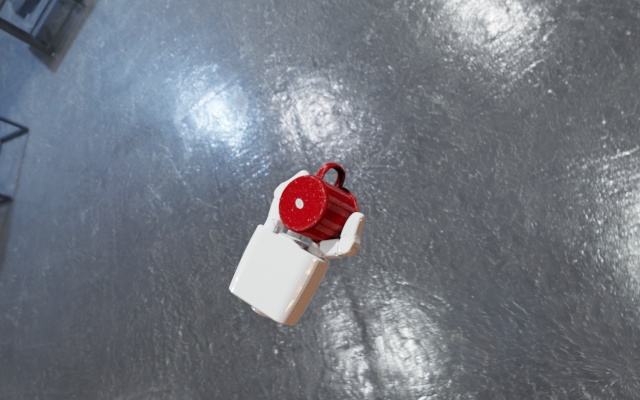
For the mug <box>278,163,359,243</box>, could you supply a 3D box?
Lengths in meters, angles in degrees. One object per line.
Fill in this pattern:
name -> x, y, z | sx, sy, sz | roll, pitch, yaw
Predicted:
mug -> 0.001, 0.001, 0.671 | 0.093, 0.117, 0.081 | 26, 0, 36
